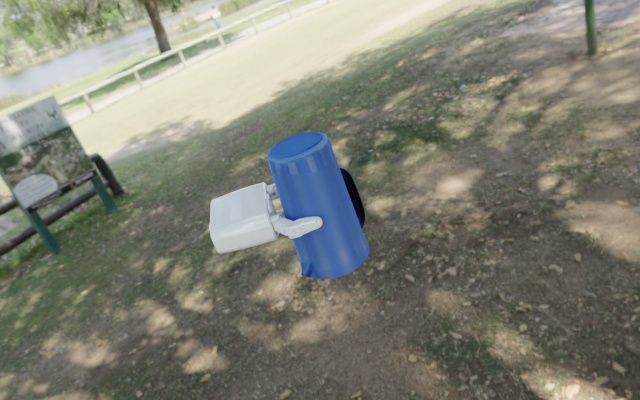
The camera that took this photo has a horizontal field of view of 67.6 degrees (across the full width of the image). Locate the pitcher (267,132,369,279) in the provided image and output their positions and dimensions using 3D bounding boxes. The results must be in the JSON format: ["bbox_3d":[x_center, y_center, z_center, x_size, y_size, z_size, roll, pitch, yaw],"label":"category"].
[{"bbox_3d":[0.000,0.003,0.848,0.145,0.243,0.149,-16,27,3],"label":"pitcher"}]
